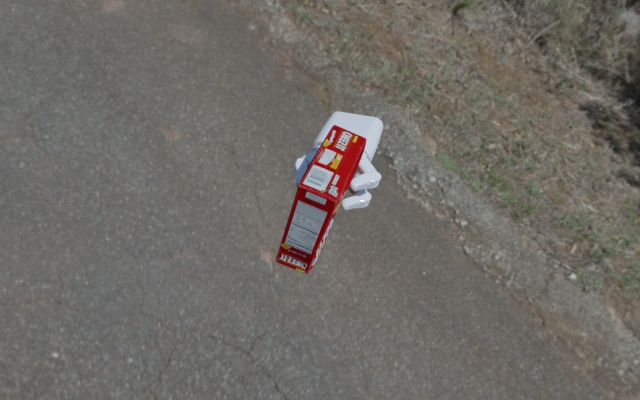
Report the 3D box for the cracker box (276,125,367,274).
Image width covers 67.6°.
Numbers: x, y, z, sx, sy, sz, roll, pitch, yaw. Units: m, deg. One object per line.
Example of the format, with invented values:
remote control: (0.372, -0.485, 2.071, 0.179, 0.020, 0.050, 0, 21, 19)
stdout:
cracker box: (0.000, 0.003, 0.828, 0.072, 0.164, 0.214, 24, -42, 3)
